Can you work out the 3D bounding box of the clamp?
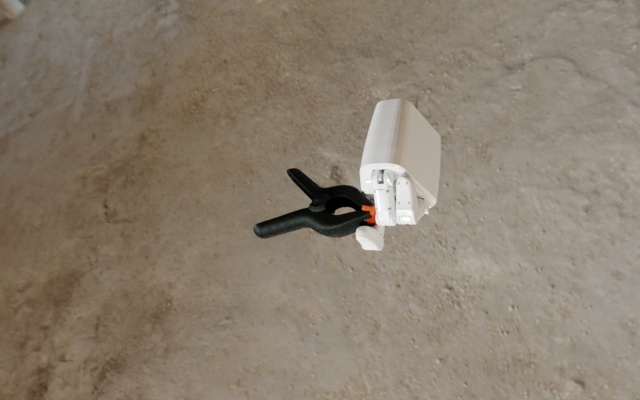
[{"bbox_3d":[0.000,0.002,0.647,0.171,0.120,0.039,1,-32,23],"label":"clamp"}]
